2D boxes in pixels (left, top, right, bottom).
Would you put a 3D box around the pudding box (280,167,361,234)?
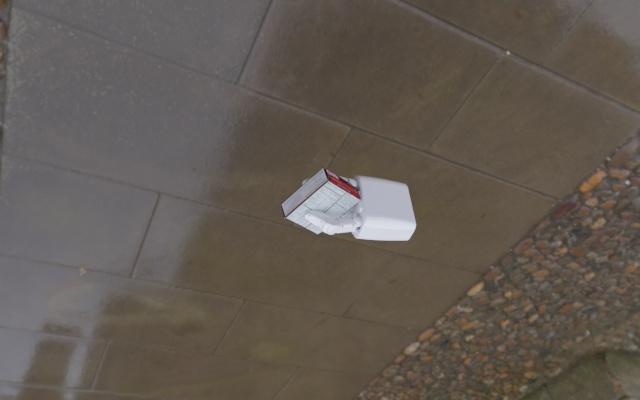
[{"bbox_3d":[0.000,0.003,0.838,0.113,0.039,0.090,-41,-47,21],"label":"pudding box"}]
